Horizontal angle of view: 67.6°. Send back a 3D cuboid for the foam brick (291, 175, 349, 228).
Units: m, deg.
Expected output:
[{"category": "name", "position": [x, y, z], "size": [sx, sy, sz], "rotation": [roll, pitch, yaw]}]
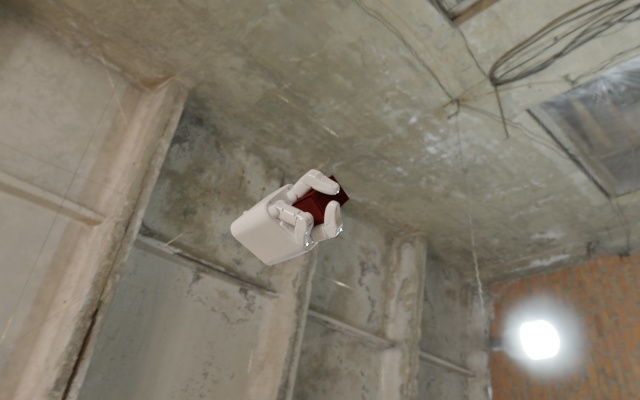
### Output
[{"category": "foam brick", "position": [0.000, 0.003, 0.797], "size": [0.051, 0.053, 0.078], "rotation": [-28, 10, 40]}]
